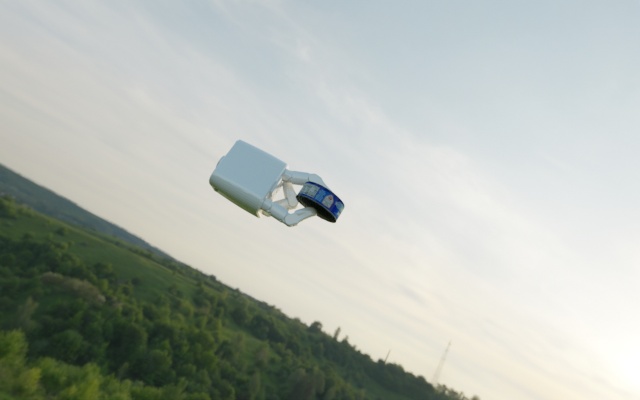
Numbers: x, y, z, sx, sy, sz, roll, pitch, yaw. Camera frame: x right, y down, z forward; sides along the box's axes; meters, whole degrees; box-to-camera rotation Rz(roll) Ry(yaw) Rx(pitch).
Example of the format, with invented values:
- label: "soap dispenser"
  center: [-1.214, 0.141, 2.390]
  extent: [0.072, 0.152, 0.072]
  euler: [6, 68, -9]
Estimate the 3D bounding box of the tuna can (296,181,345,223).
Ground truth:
- label: "tuna can"
  center: [0.000, 0.002, 0.854]
  extent: [0.086, 0.033, 0.086]
  euler: [31, -14, 9]
